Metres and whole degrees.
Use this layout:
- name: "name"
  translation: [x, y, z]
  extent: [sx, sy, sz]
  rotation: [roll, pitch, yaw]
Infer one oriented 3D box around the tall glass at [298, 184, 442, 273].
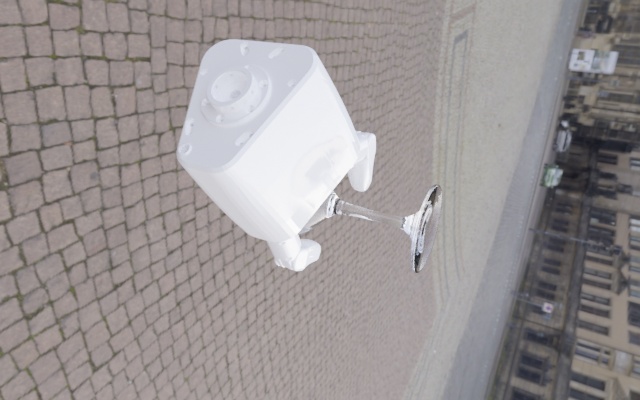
- name: "tall glass"
  translation: [0.001, 0.002, 0.429]
  extent: [0.201, 0.079, 0.079]
  rotation: [14, 6, 25]
